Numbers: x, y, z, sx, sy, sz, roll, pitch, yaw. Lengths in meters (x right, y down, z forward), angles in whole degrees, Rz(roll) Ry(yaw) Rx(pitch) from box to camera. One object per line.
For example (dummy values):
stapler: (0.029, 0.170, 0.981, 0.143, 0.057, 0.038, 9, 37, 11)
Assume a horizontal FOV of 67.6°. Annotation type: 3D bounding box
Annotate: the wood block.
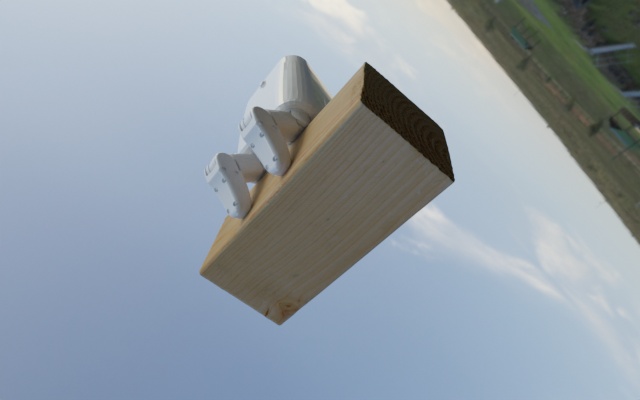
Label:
wood block: (0.000, 0.001, 0.401, 0.091, 0.206, 0.090, 36, 31, -16)
